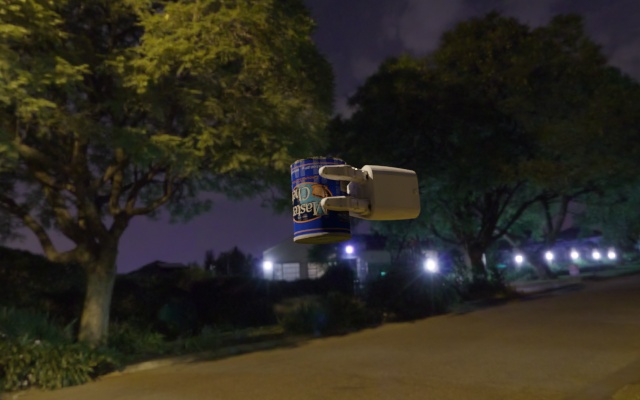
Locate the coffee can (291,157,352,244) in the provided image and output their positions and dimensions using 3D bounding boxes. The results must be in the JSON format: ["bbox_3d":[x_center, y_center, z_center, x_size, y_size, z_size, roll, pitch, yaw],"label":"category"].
[{"bbox_3d":[0.000,0.003,0.861,0.103,0.140,0.103,-3,-12,-1],"label":"coffee can"}]
